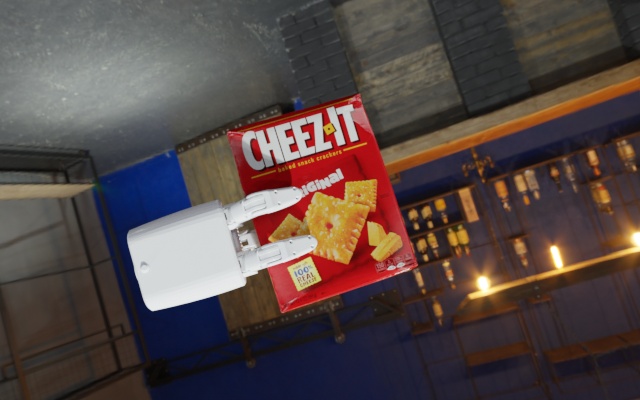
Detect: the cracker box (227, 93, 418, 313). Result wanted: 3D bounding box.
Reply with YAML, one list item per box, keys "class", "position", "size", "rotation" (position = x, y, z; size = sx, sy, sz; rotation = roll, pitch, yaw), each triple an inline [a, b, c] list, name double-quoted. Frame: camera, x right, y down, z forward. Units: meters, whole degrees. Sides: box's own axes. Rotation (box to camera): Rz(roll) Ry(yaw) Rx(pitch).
- class: "cracker box"
  position: [0.000, 0.002, 0.559]
  size: [0.164, 0.213, 0.072]
  rotation: [-17, -5, -6]
